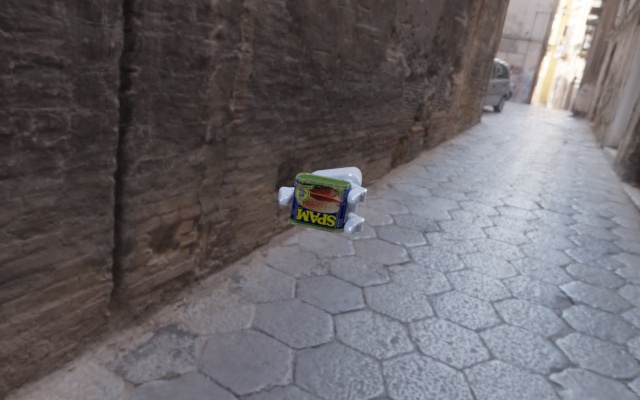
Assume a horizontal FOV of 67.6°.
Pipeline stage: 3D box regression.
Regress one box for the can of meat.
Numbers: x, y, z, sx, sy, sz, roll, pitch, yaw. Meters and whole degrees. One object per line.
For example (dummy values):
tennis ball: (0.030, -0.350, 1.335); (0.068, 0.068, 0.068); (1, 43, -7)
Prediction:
can of meat: (0.000, 0.002, 0.837); (0.102, 0.084, 0.057); (11, 15, 10)
